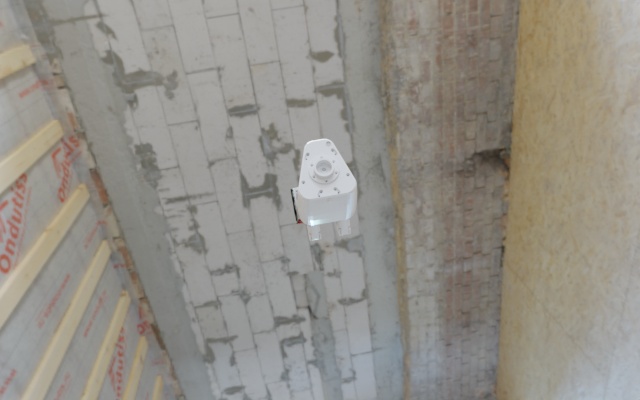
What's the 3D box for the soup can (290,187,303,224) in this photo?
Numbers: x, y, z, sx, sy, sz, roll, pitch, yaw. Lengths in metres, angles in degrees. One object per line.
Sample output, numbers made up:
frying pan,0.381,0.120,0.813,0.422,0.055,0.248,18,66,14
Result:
soup can,0.000,0.003,0.876,0.102,0.068,0.068,-10,1,-4
